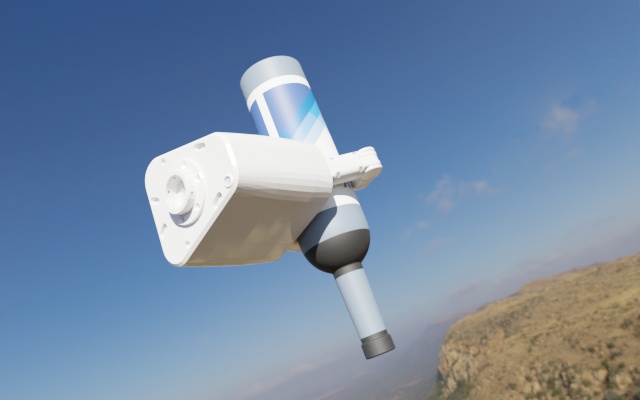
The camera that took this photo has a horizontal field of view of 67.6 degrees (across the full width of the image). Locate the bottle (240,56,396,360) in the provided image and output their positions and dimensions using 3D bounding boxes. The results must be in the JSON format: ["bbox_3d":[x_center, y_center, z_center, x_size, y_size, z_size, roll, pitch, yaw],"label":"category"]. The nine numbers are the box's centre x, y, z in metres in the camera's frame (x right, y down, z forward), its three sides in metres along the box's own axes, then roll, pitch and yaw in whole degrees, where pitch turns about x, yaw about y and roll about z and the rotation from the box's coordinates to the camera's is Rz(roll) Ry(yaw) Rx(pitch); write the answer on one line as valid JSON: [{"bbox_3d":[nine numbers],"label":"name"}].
[{"bbox_3d":[0.000,0.001,0.453,0.069,0.295,0.069,-20,-18,-7],"label":"bottle"}]
